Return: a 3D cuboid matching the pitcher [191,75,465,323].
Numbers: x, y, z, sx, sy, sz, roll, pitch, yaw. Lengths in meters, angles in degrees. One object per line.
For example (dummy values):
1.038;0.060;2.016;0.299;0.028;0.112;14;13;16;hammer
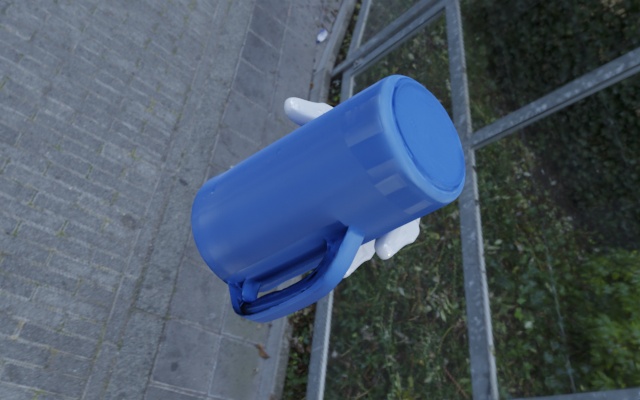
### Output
0.000;0.001;0.430;0.243;0.149;0.145;-27;0;40;pitcher
